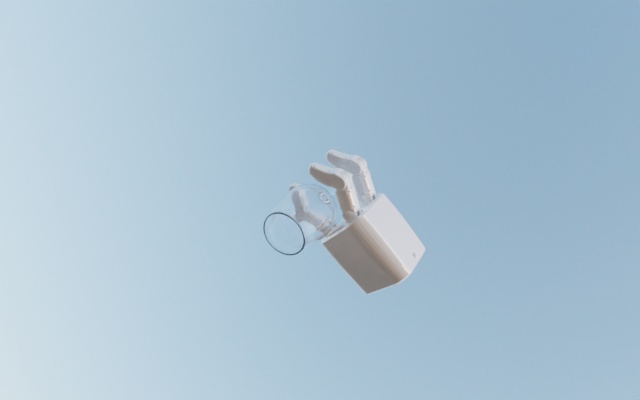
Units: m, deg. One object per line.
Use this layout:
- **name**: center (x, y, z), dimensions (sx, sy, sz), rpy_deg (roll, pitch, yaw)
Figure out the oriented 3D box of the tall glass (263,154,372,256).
- **tall glass**: center (0.000, 0.002, 0.678), dimensions (0.079, 0.079, 0.201), rpy_deg (0, 24, 31)
